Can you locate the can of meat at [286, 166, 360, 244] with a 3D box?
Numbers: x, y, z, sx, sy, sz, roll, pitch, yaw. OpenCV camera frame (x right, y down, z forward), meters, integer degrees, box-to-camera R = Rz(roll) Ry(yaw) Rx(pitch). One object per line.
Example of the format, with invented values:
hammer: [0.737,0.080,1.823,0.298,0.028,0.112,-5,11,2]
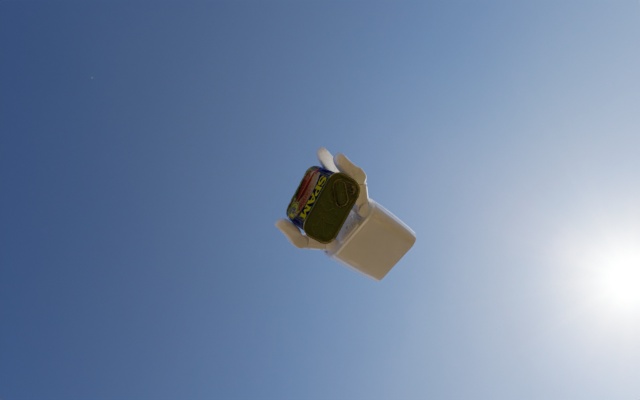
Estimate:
can of meat: [0.000,0.002,0.706,0.057,0.102,0.084,29,0,-28]
